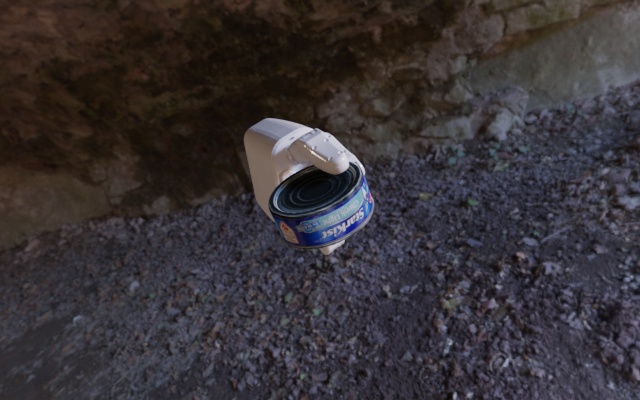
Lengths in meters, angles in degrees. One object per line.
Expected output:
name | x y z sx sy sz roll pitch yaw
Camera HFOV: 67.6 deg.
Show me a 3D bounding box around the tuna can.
tuna can | 0.000 0.001 0.405 0.086 0.034 0.086 -17 30 10
